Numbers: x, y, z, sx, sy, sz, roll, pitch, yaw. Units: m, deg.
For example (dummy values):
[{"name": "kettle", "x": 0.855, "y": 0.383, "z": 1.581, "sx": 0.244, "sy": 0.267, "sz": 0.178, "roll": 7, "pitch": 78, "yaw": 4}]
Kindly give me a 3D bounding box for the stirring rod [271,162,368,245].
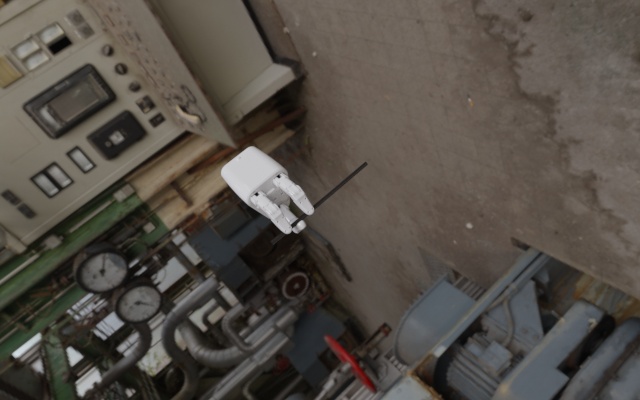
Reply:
[{"name": "stirring rod", "x": 0.000, "y": 0.003, "z": 0.900, "sx": 0.239, "sy": 0.011, "sz": 0.011, "roll": -40, "pitch": 11, "yaw": -14}]
